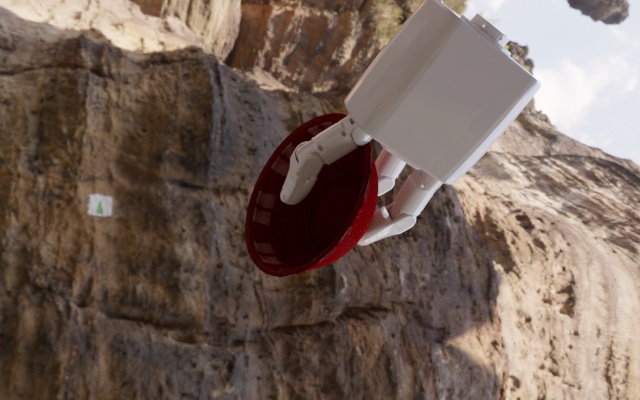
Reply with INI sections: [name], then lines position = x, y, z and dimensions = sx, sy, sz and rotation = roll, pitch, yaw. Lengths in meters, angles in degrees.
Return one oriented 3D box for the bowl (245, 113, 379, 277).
[bowl]
position = -0.001, 0.002, 0.451
dimensions = 0.055, 0.162, 0.162
rotation = 30, -19, -38
